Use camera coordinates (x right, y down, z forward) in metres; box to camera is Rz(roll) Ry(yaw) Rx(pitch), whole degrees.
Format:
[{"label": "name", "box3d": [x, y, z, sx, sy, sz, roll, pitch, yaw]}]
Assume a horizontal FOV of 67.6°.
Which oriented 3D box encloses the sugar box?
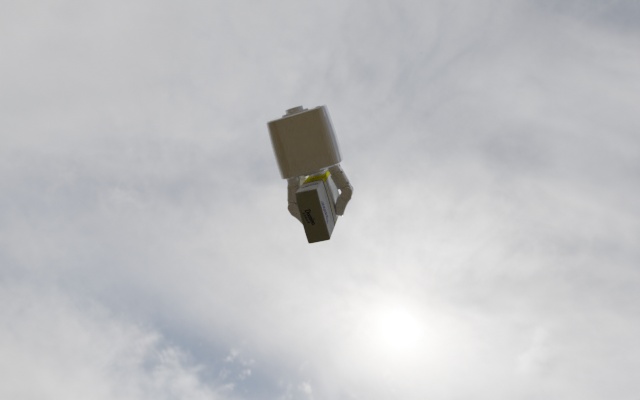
[{"label": "sugar box", "box3d": [0.000, 0.003, 0.864, 0.048, 0.093, 0.176, -11, 14, 15]}]
